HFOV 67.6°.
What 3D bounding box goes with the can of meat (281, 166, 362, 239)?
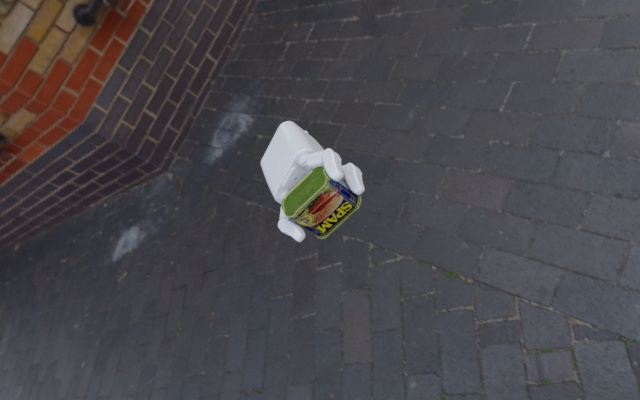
[{"bbox_3d":[0.000,0.002,0.768,0.084,0.102,0.057,34,21,-40],"label":"can of meat"}]
